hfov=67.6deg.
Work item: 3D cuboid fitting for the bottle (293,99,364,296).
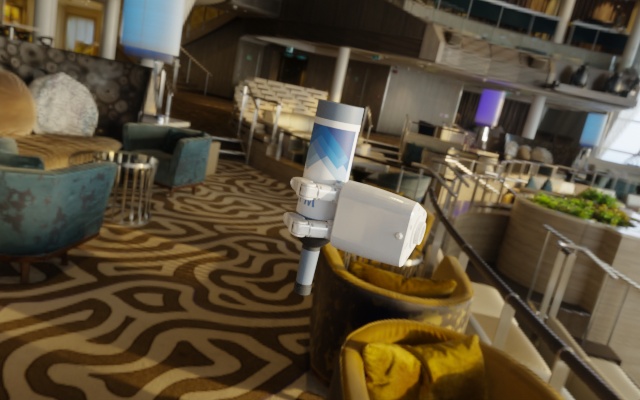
[{"bbox_3d":[0.000,0.002,0.713,0.069,0.296,0.069,11,13,-3],"label":"bottle"}]
